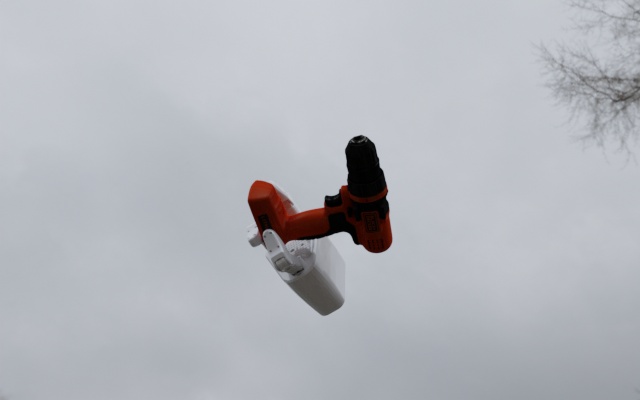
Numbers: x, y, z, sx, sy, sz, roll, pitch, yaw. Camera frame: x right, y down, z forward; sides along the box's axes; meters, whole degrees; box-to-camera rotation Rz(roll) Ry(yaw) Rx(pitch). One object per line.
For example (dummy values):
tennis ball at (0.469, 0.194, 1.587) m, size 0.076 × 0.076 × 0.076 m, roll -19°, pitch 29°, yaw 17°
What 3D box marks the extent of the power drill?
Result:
power drill at (0.000, 0.002, 0.655) m, size 0.187 × 0.185 × 0.057 m, roll -5°, pitch 35°, yaw 14°
